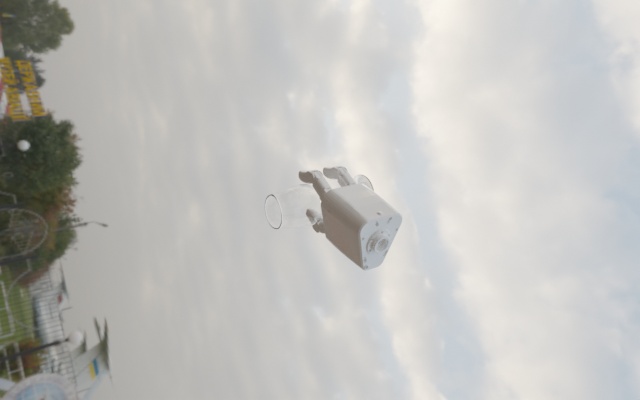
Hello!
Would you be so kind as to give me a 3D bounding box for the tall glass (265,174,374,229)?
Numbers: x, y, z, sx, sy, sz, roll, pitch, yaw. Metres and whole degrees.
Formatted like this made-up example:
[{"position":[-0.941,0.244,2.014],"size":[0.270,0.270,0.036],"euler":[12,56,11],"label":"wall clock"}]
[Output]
[{"position":[0.001,0.003,0.879],"size":[0.201,0.079,0.079],"euler":[-12,6,-32],"label":"tall glass"}]
